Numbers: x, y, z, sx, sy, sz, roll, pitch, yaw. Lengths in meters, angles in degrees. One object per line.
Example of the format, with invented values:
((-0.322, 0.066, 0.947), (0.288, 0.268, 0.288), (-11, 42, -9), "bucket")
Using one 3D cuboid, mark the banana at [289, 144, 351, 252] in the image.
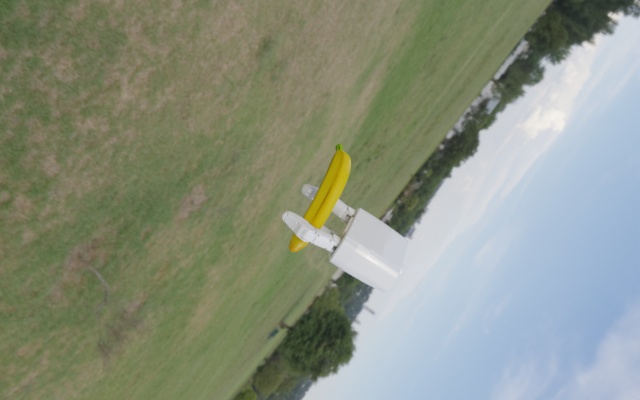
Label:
((0.004, 0.000, 0.774), (0.037, 0.198, 0.069), (27, -2, -8), "banana")
